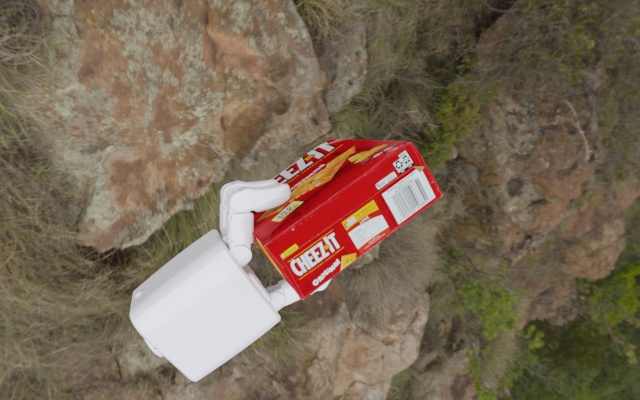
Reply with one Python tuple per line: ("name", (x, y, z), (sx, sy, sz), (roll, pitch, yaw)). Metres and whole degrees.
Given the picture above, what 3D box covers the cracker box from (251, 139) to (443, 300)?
("cracker box", (0.000, 0.002, 0.513), (0.164, 0.072, 0.213), (-35, 17, -10))
